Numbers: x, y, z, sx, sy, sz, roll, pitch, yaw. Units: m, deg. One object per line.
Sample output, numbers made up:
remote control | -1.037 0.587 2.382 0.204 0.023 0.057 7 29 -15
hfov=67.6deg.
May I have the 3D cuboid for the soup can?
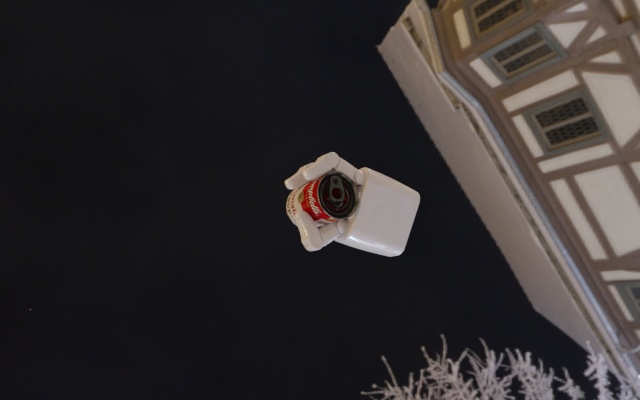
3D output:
soup can | 0.000 0.002 0.704 0.068 0.068 0.102 0 -11 -31
